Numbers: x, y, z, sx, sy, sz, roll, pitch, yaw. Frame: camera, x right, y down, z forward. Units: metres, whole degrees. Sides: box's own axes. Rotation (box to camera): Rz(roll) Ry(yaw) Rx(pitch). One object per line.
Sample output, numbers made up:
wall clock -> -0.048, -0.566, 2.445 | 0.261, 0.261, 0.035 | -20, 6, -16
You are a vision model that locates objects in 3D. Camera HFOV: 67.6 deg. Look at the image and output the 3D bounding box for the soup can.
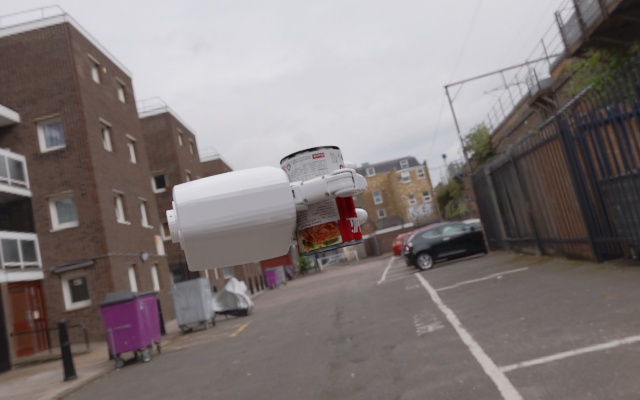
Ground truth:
soup can -> 0.001, 0.001, 0.495 | 0.068, 0.102, 0.068 | -13, -7, -2
